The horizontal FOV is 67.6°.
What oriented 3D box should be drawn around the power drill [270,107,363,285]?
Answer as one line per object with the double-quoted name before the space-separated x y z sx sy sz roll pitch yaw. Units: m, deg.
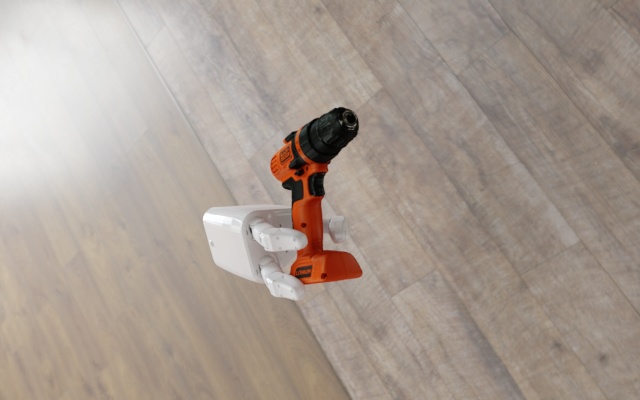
"power drill" 0.000 0.002 0.560 0.057 0.187 0.184 -2 -12 -26
